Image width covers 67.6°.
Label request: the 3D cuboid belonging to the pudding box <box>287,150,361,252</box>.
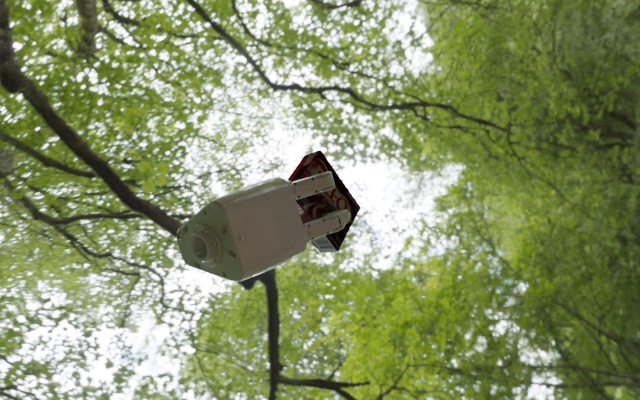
[{"bbox_3d":[0.000,0.002,0.656,0.039,0.113,0.090,-10,36,40],"label":"pudding box"}]
